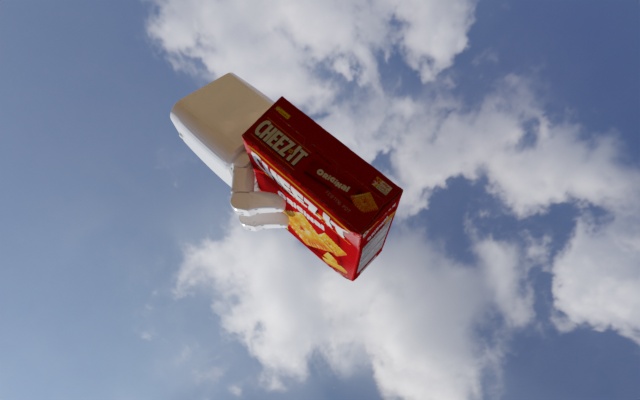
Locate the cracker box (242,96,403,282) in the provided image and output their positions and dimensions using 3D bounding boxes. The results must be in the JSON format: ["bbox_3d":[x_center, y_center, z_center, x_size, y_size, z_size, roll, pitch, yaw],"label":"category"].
[{"bbox_3d":[0.000,0.002,0.563,0.164,0.072,0.214,39,-15,15],"label":"cracker box"}]
